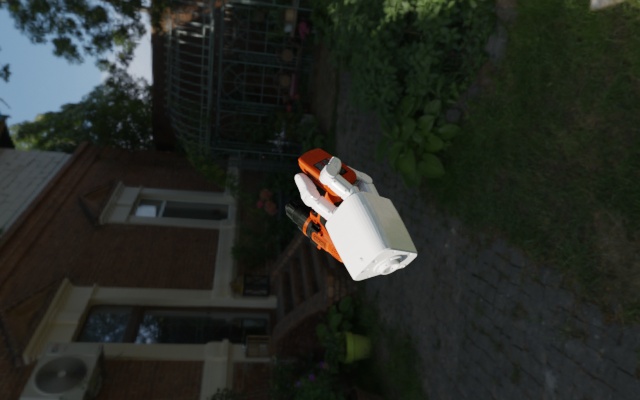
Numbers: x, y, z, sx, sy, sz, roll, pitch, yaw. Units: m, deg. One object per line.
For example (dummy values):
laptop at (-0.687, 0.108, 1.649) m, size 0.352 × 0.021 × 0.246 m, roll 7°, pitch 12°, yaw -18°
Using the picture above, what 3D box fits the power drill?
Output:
power drill at (0.000, 0.003, 0.863) m, size 0.057 × 0.188 × 0.184 m, roll -33°, pitch 52°, yaw -30°
